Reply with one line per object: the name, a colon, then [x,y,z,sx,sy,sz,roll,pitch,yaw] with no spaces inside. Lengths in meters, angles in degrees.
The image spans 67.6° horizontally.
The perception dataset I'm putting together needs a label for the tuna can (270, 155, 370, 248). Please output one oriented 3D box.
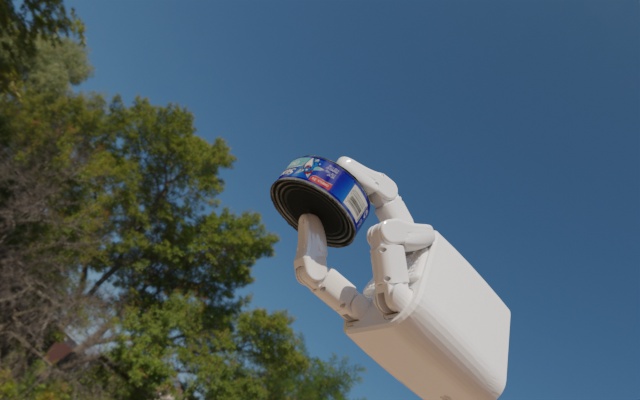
tuna can: [0.000,0.001,0.423,0.086,0.033,0.086,25,-32,17]
